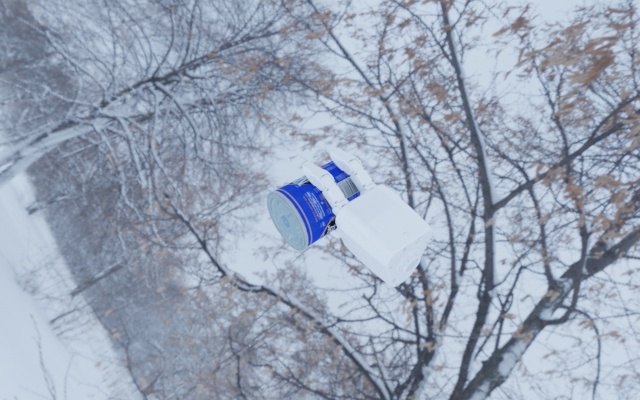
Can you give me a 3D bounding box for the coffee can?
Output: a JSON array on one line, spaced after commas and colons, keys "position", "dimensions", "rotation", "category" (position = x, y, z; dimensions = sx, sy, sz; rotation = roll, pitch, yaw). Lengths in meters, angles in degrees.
[{"position": [0.000, 0.003, 0.765], "dimensions": [0.140, 0.103, 0.103], "rotation": [-30, 14, -25], "category": "coffee can"}]
